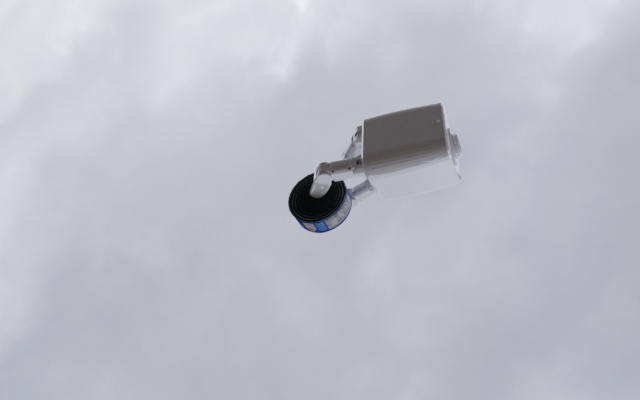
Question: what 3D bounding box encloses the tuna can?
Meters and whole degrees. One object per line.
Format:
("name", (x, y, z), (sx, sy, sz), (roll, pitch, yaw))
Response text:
("tuna can", (0.000, 0.003, 0.672), (0.086, 0.086, 0.034), (0, -34, 25))
